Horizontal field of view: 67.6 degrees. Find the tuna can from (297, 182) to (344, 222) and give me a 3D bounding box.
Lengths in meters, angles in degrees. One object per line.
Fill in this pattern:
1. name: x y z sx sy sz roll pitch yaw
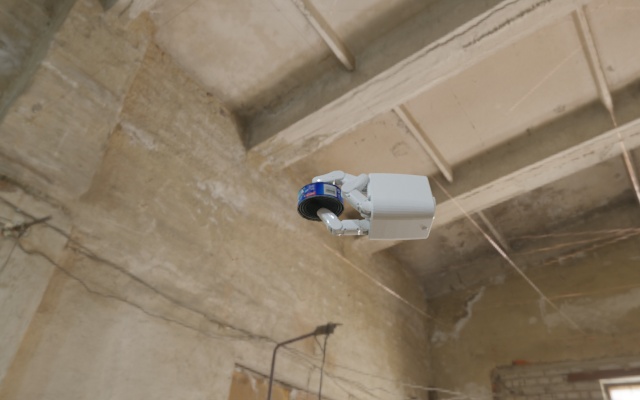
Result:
1. tuna can: 0.000 0.002 0.876 0.086 0.033 0.086 -1 -34 -1
